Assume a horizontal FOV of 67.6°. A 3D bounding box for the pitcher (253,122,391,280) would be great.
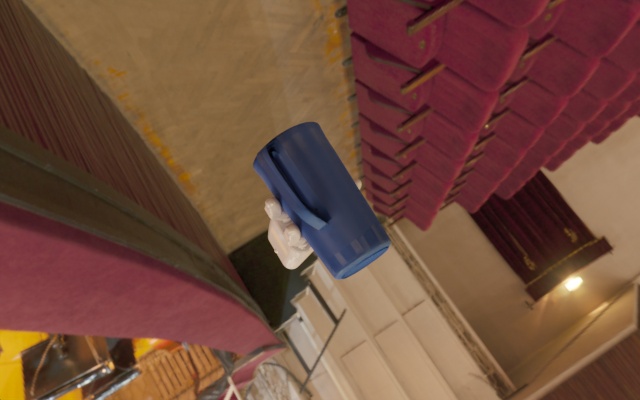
[{"bbox_3d":[0.000,0.003,0.770,0.149,0.242,0.145,-27,-16,-24],"label":"pitcher"}]
